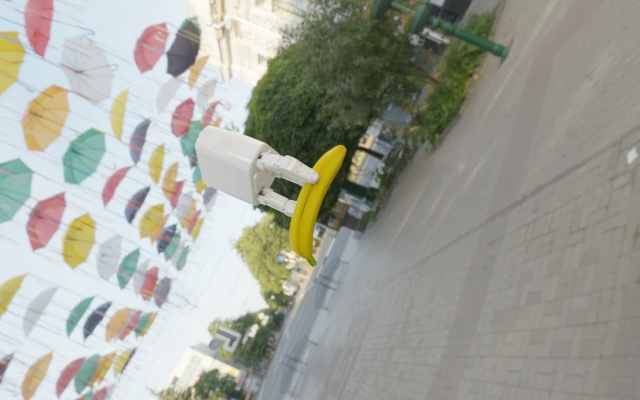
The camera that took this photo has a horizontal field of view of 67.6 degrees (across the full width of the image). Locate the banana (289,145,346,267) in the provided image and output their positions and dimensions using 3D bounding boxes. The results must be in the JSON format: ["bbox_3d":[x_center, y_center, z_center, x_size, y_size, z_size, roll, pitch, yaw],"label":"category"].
[{"bbox_3d":[-0.009,0.004,0.735,0.037,0.198,0.069,18,3,28],"label":"banana"}]
